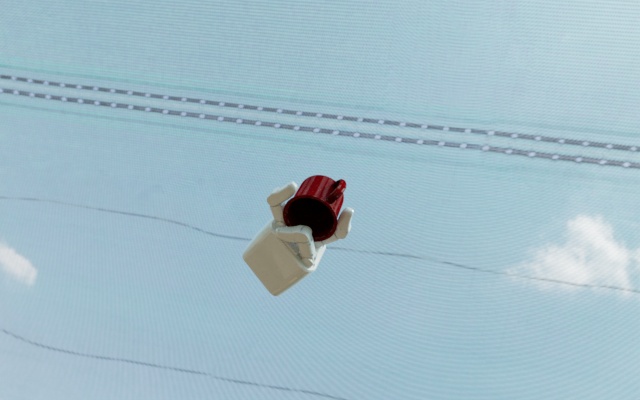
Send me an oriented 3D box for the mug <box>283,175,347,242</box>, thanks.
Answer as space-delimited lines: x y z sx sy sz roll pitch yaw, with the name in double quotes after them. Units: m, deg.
0.001 0.002 0.802 0.117 0.093 0.081 -42 13 34 "mug"
